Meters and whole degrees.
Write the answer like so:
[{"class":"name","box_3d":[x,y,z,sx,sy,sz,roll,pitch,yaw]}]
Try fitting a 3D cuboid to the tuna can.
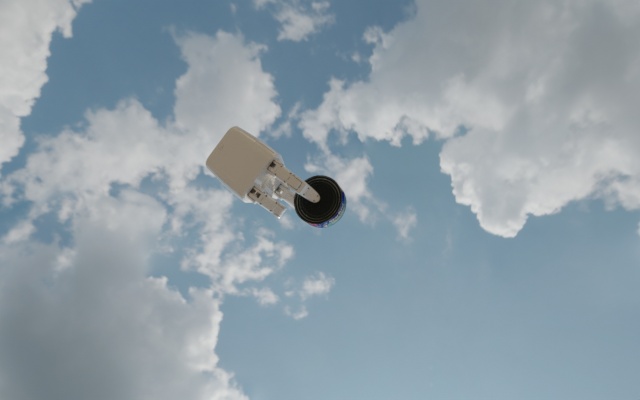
[{"class":"tuna can","box_3d":[0.000,0.003,0.811,0.086,0.086,0.034,0,-17,20]}]
